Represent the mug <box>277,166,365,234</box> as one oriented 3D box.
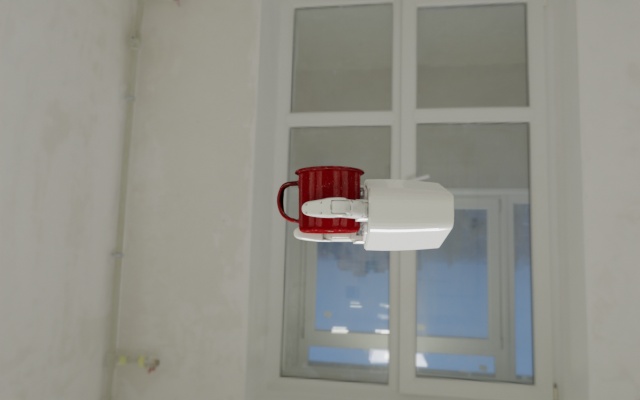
[{"bbox_3d":[-0.001,0.002,0.634,0.117,0.081,0.093,0,-6,3],"label":"mug"}]
